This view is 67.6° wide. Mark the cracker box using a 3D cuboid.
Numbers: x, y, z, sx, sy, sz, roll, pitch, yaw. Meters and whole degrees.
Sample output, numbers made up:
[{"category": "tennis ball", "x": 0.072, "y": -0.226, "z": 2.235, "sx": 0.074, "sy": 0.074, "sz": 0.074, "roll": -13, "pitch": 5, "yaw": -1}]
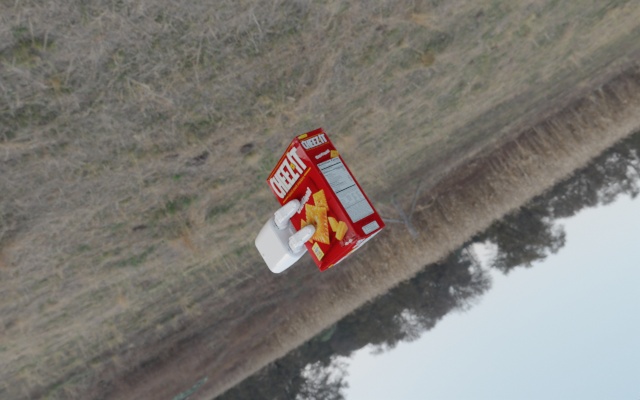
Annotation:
[{"category": "cracker box", "x": 0.000, "y": 0.003, "z": 0.876, "sx": 0.072, "sy": 0.213, "sz": 0.164, "roll": -25, "pitch": -13, "yaw": -35}]
